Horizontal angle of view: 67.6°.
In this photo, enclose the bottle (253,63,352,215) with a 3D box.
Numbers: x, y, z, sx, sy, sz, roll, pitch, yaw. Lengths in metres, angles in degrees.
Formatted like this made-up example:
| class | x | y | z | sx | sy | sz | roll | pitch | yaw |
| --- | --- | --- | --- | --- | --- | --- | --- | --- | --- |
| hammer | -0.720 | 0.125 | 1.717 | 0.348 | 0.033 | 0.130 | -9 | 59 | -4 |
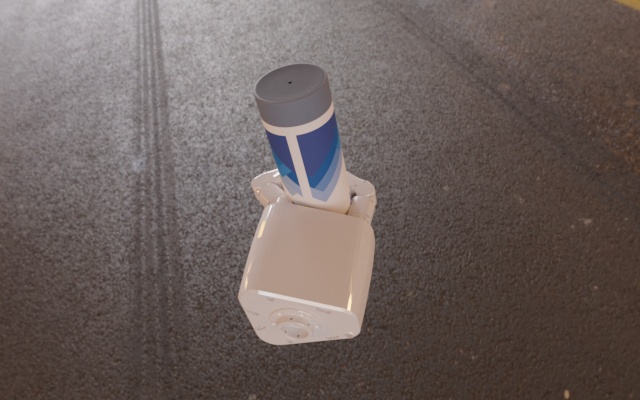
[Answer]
| class | x | y | z | sx | sy | sz | roll | pitch | yaw |
| --- | --- | --- | --- | --- | --- | --- | --- | --- | --- |
| bottle | 0.000 | 0.001 | 0.514 | 0.069 | 0.296 | 0.069 | -8 | 43 | 7 |
